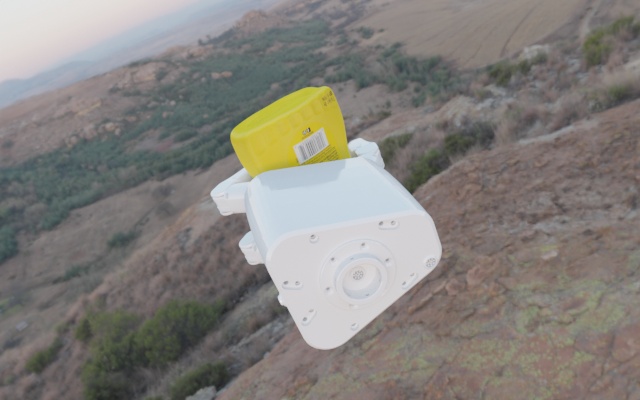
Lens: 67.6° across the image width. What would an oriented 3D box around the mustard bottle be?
[{"bbox_3d":[0.000,0.001,0.438,0.096,0.192,0.058,-37,28,-26],"label":"mustard bottle"}]
